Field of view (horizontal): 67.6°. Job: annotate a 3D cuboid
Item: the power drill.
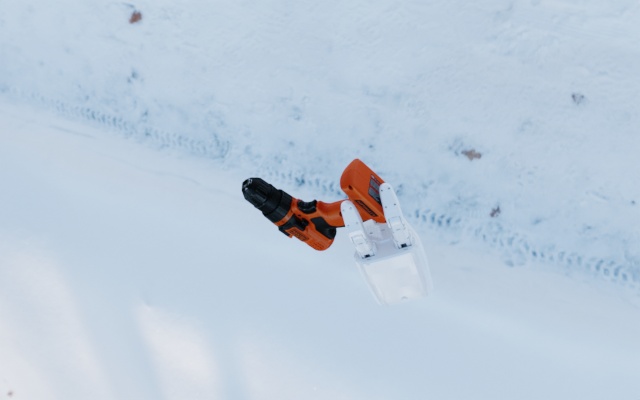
[{"bbox_3d":[0.001,0.002,0.703,0.188,0.057,0.184,-19,-43,40],"label":"power drill"}]
